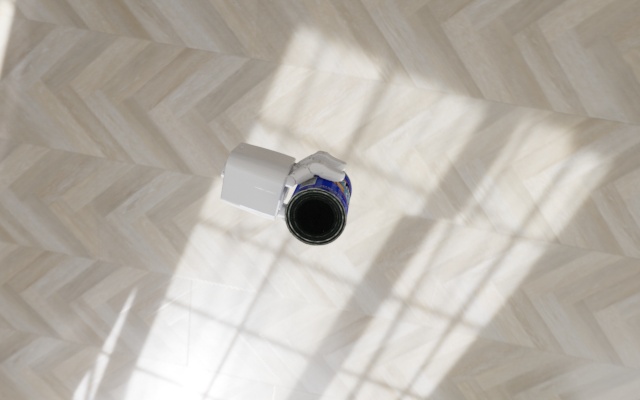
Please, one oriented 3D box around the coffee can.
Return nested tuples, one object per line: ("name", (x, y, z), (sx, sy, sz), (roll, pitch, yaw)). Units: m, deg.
("coffee can", (0.000, 0.003, 0.833), (0.103, 0.103, 0.140), (0, 21, 7))
